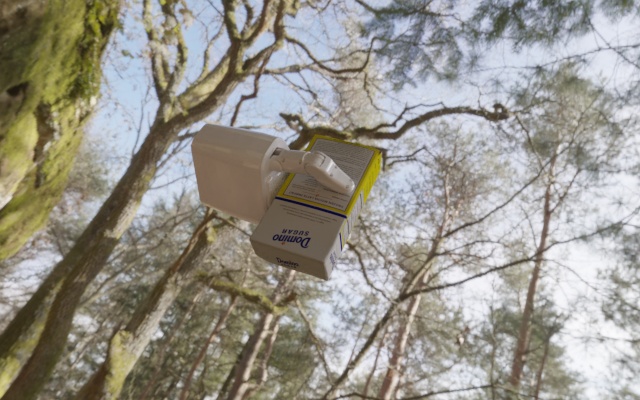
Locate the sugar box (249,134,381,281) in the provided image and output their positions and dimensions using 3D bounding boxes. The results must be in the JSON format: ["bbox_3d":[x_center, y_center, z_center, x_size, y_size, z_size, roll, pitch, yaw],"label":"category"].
[{"bbox_3d":[0.000,0.002,0.565,0.093,0.176,0.048,16,-33,20],"label":"sugar box"}]
